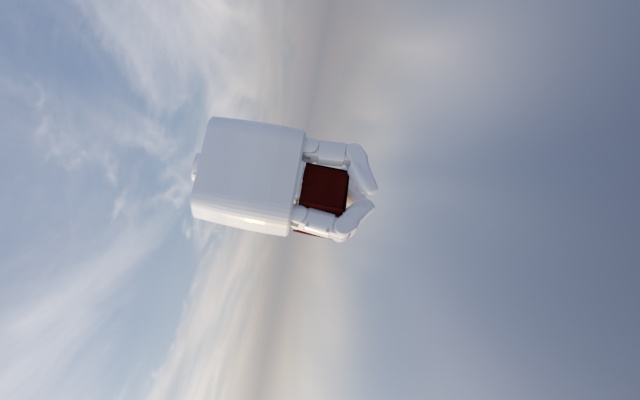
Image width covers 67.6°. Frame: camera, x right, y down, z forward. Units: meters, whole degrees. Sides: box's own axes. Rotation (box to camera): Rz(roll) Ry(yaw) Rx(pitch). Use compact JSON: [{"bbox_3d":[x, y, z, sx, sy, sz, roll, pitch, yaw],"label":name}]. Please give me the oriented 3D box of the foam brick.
[{"bbox_3d":[0.000,0.002,0.549,0.051,0.053,0.078,10,-31,-3],"label":"foam brick"}]
